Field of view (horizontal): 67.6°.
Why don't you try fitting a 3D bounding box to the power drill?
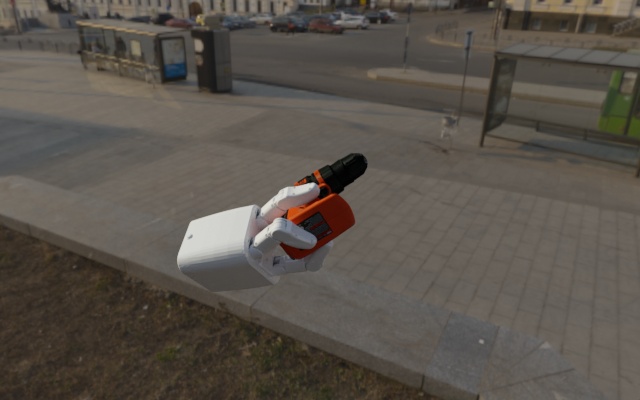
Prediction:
[{"bbox_3d":[0.000,0.003,0.702,0.184,0.057,0.187,-34,15,6],"label":"power drill"}]
